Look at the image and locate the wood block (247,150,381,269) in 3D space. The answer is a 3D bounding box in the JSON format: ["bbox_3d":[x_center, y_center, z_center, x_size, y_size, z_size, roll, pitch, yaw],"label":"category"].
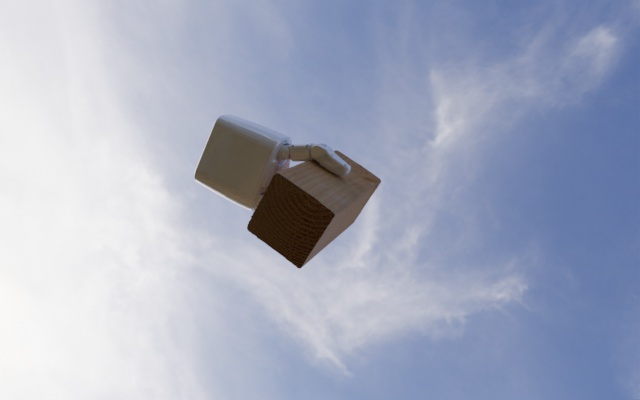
[{"bbox_3d":[0.000,0.002,0.664,0.090,0.091,0.206,36,24,11],"label":"wood block"}]
